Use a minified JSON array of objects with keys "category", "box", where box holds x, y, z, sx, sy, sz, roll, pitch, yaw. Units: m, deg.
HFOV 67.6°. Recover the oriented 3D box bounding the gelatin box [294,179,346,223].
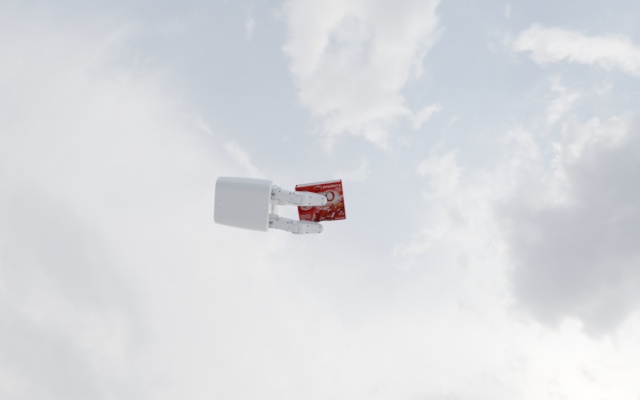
[{"category":"gelatin box","box":[0.000,0.003,0.888,0.089,0.073,0.030,-7,12,3]}]
